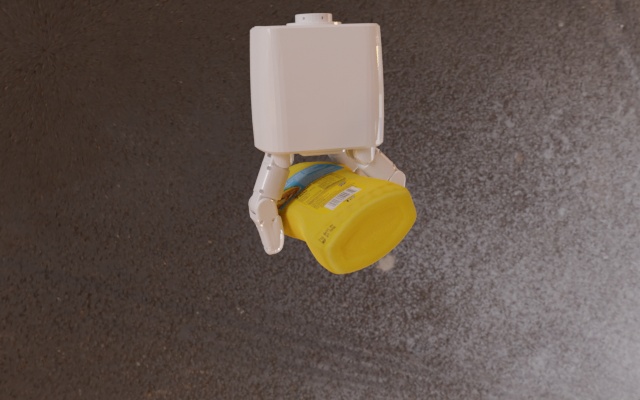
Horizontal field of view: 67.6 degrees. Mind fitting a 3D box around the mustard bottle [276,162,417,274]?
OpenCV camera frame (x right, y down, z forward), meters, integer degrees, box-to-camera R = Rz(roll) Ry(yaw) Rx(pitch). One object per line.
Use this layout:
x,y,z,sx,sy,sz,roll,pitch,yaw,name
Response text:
0.000,0.002,0.477,0.096,0.058,0.191,-36,30,-16,mustard bottle
